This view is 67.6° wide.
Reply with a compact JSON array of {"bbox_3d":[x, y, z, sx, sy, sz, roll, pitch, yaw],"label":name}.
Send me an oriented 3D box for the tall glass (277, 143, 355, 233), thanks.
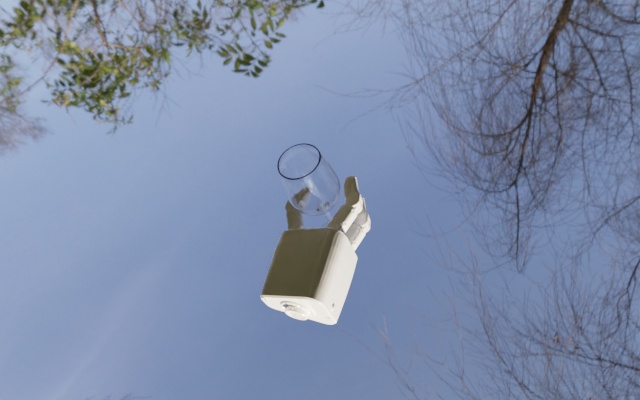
[{"bbox_3d":[0.000,0.003,0.714,0.079,0.079,0.201,0,-34,21],"label":"tall glass"}]
